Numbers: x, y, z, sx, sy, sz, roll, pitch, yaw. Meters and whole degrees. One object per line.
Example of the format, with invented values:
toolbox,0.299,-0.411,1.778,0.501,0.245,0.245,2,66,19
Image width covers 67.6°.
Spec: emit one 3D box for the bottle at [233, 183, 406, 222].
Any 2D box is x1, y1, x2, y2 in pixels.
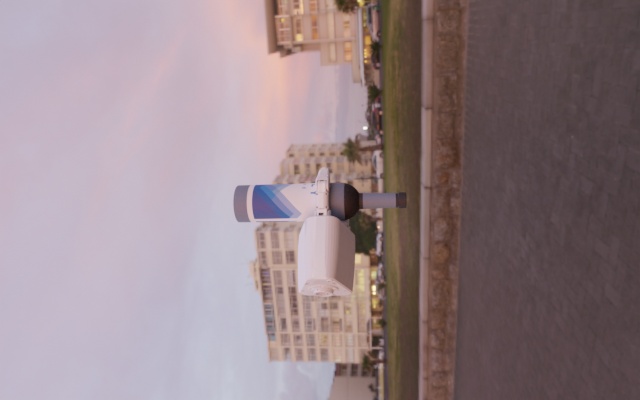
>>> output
bottle,0.000,0.003,0.834,0.296,0.069,0.069,-1,0,7
